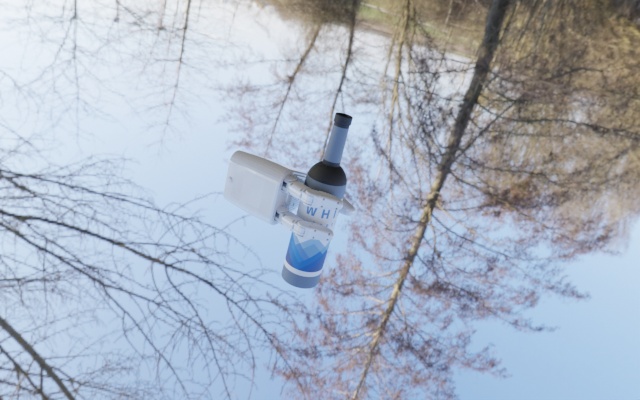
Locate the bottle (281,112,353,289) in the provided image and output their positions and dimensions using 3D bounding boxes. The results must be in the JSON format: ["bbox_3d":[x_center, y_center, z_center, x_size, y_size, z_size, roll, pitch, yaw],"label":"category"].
[{"bbox_3d":[0.000,0.003,0.777,0.069,0.296,0.069,13,22,-5],"label":"bottle"}]
